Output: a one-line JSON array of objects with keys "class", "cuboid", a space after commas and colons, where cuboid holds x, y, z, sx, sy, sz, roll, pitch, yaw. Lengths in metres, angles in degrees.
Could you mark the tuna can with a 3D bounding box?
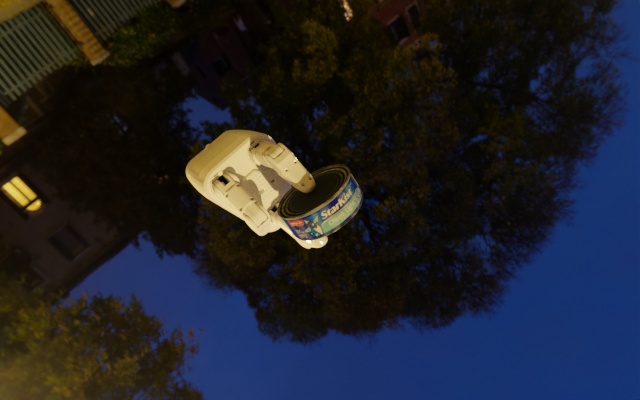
[{"class": "tuna can", "cuboid": [0.000, 0.002, 0.491, 0.086, 0.034, 0.086, -28, 25, 14]}]
